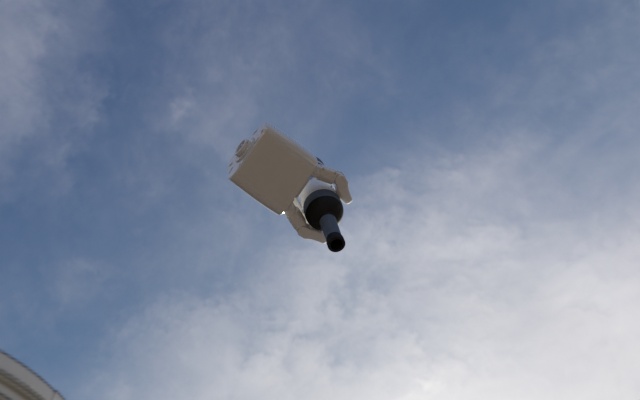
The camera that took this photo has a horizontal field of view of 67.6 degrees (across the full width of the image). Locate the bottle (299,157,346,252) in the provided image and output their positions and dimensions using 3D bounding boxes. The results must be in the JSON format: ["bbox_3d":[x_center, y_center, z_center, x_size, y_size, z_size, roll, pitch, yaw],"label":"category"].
[{"bbox_3d":[0.000,0.003,0.836,0.069,0.069,0.295,0,25,-10],"label":"bottle"}]
